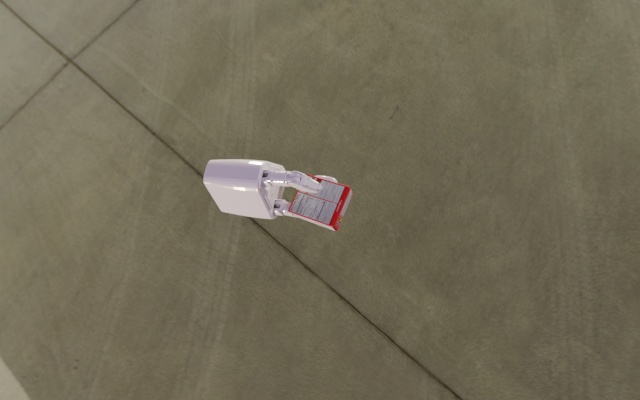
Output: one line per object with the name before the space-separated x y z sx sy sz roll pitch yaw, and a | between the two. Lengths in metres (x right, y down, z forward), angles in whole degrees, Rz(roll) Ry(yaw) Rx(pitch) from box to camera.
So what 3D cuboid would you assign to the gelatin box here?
gelatin box | 0.000 0.003 0.798 0.089 0.073 0.030 18 -14 25
